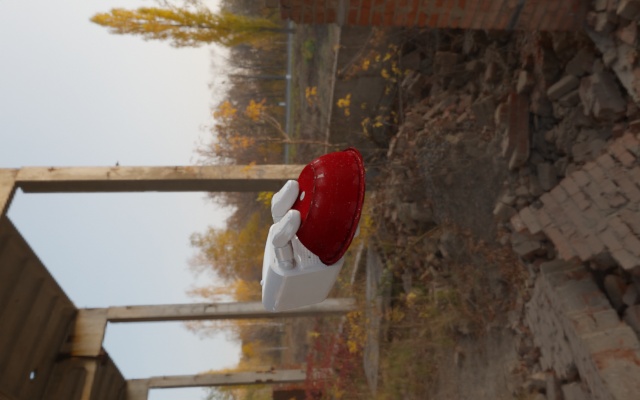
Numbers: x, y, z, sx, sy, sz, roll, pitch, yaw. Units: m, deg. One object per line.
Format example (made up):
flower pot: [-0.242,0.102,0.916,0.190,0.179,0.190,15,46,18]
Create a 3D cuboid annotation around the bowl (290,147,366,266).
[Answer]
bowl: [0.000,0.001,0.633,0.055,0.162,0.162,13,-4,-19]
